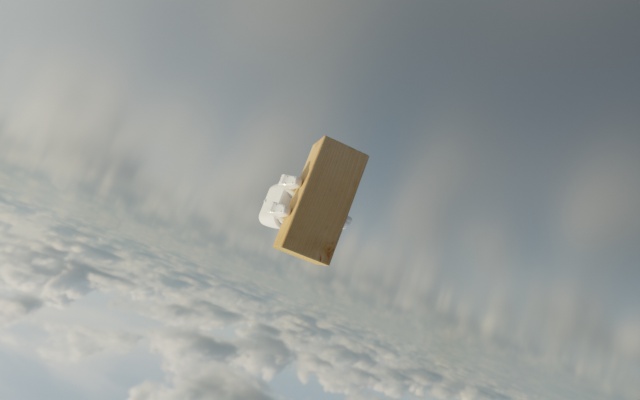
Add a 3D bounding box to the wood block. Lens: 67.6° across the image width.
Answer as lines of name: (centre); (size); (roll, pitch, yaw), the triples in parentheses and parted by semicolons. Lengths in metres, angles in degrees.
wood block: (0.000, 0.003, 0.849); (0.091, 0.206, 0.090); (23, -11, -12)
